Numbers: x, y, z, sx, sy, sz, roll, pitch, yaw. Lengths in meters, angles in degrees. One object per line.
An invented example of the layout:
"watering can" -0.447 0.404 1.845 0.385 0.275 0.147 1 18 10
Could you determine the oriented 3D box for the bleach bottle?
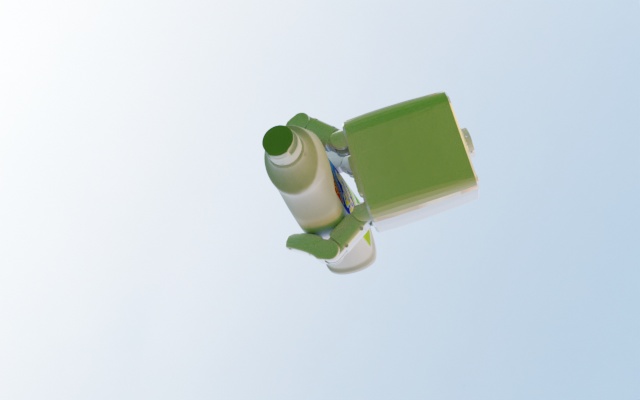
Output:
"bleach bottle" 0.000 0.002 0.502 0.068 0.102 0.251 -17 -24 10
